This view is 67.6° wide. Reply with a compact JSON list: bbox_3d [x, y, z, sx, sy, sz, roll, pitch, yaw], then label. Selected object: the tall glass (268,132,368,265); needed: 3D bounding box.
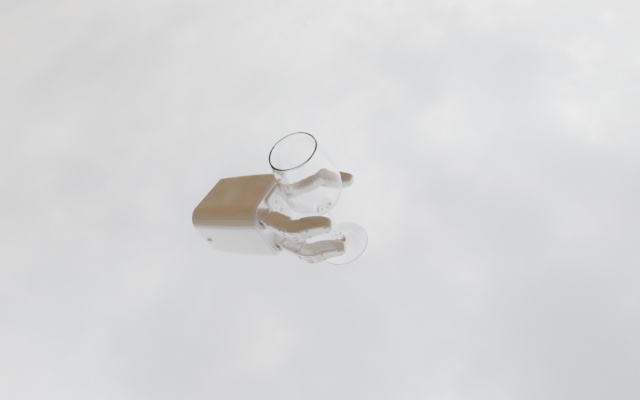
[{"bbox_3d":[0.000,0.002,0.631,0.079,0.079,0.201,0,-37,25],"label":"tall glass"}]
